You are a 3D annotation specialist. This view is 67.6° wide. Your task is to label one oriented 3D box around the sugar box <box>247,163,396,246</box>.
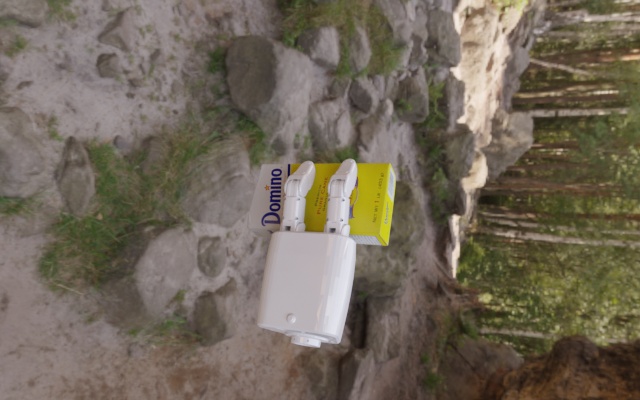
[{"bbox_3d":[0.000,0.002,0.591,0.176,0.093,0.048,2,-24,22],"label":"sugar box"}]
